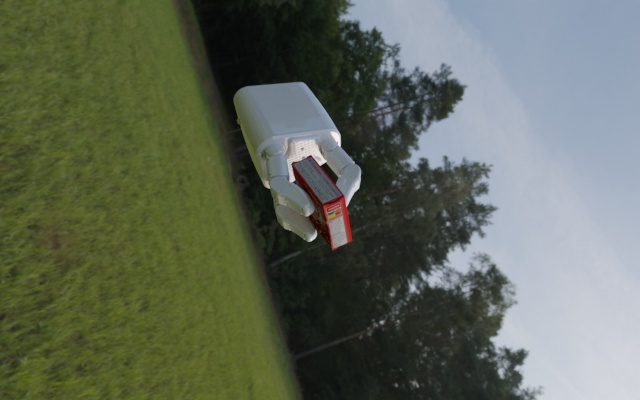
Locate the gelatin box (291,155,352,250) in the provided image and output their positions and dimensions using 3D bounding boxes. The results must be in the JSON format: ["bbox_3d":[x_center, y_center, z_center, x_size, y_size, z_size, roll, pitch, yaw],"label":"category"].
[{"bbox_3d":[0.001,0.002,0.550,0.030,0.073,0.089,-24,44,-14],"label":"gelatin box"}]
